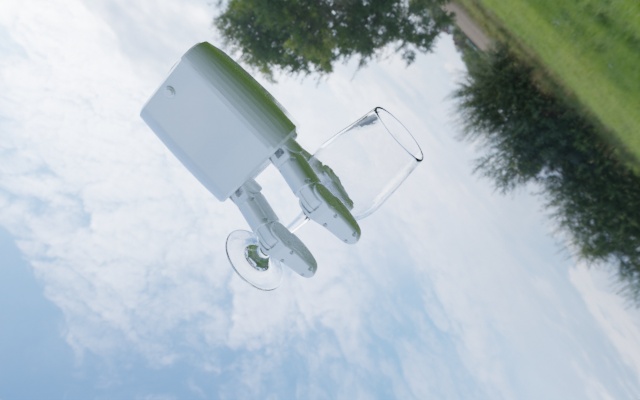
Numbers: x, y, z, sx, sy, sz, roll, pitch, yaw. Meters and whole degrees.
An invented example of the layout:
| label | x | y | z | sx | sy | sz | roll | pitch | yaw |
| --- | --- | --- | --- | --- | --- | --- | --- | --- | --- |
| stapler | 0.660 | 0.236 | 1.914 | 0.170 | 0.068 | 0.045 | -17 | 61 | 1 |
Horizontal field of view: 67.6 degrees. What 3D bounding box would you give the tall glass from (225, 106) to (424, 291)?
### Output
| label | x | y | z | sx | sy | sz | roll | pitch | yaw |
| --- | --- | --- | --- | --- | --- | --- | --- | --- | --- |
| tall glass | 0.000 | 0.002 | 0.451 | 0.201 | 0.079 | 0.079 | -41 | -20 | 24 |
